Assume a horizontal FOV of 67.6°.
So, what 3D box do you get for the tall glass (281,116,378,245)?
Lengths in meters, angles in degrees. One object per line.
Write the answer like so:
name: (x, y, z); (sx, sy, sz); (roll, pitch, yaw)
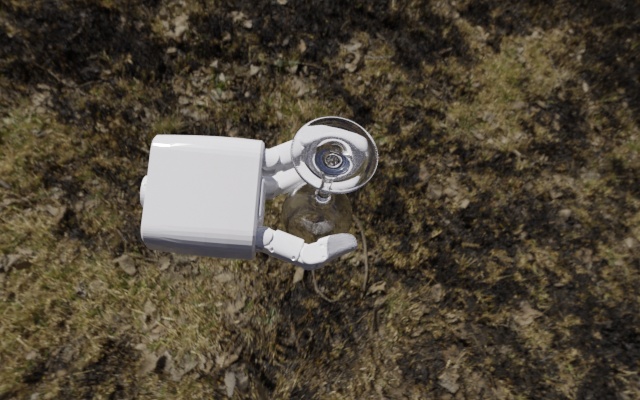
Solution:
tall glass: (0.000, 0.001, 0.488); (0.079, 0.079, 0.201); (0, -25, -7)
